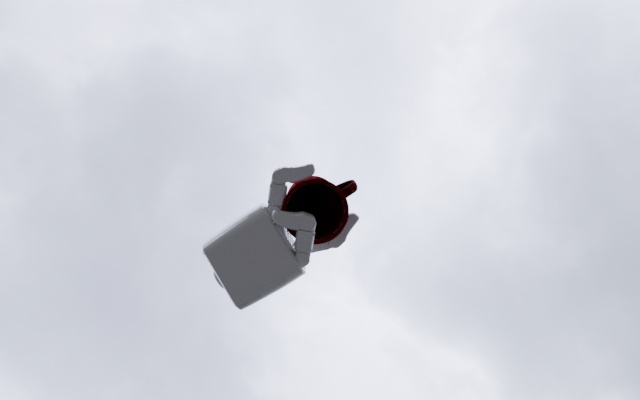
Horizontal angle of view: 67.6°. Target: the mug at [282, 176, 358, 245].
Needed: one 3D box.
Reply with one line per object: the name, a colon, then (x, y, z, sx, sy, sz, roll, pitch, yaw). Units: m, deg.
mug: (0.001, 0.001, 0.696, 0.117, 0.093, 0.081, -32, 12, 2)
